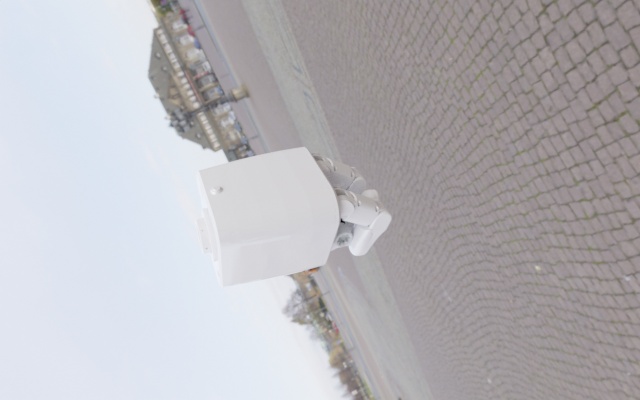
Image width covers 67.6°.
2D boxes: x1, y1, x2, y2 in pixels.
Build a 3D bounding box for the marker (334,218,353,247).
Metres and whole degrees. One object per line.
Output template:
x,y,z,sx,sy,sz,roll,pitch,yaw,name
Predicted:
0.000,0.002,0.494,0.020,0.020,0.121,0,37,-27,marker
